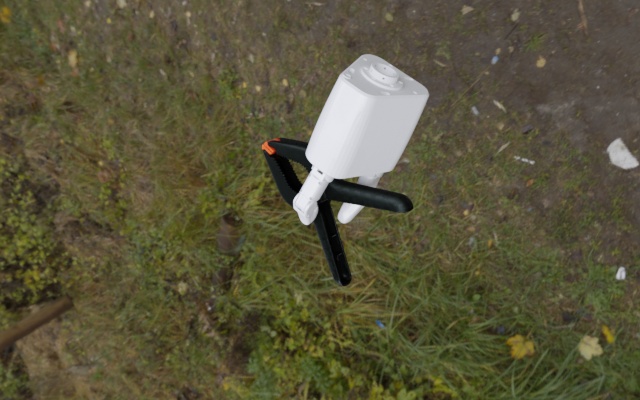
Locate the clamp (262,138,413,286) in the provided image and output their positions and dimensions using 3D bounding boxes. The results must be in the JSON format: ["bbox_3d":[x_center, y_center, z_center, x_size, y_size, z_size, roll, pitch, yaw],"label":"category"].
[{"bbox_3d":[-0.001,0.002,0.611,0.210,0.165,0.036,40,37,19],"label":"clamp"}]
